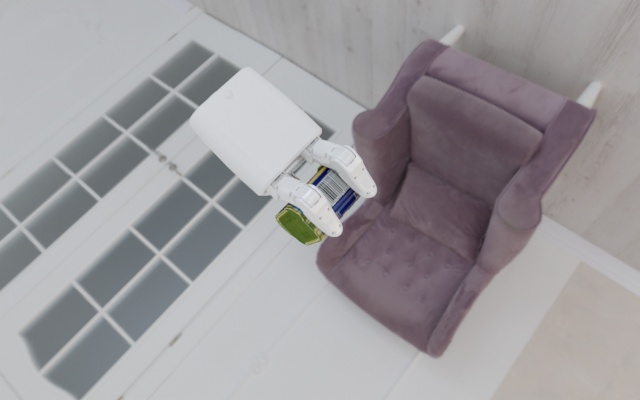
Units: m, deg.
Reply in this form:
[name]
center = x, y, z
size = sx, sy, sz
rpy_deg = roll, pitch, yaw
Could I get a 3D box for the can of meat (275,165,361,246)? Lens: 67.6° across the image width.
[can of meat]
center = 0.000, 0.002, 0.535
size = 0.057, 0.084, 0.102
rpy_deg = 44, -17, -4
